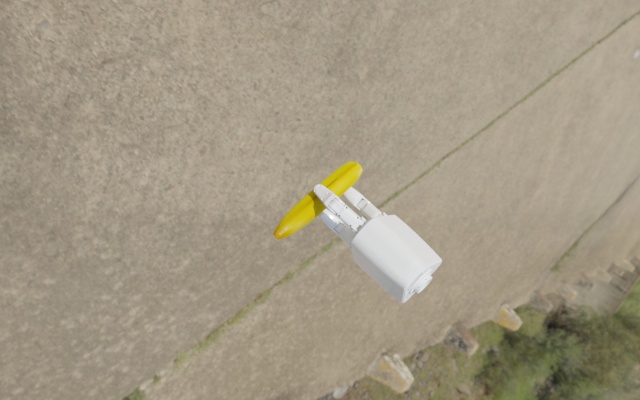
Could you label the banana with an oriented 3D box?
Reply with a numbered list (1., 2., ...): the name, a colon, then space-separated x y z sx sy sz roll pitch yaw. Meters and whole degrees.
1. banana: 0.006 -0.006 0.773 0.197 0.037 0.070 -40 -9 -20
